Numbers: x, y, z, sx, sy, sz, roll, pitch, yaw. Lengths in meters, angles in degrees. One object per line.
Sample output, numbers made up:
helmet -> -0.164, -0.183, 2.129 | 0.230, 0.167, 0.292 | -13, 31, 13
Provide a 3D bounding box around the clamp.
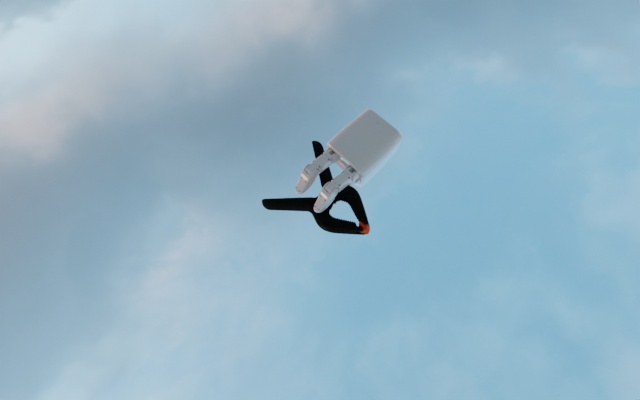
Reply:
clamp -> 0.001, 0.003, 0.885 | 0.210, 0.164, 0.036 | 44, -3, 26
